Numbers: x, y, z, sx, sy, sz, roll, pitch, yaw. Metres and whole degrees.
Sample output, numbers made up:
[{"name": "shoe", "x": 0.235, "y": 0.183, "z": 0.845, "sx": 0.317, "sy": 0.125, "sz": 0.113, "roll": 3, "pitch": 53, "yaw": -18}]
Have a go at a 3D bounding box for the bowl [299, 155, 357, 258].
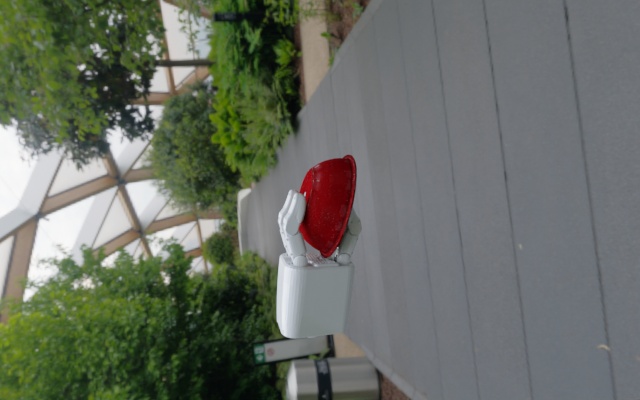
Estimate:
[{"name": "bowl", "x": 0.000, "y": 0.001, "z": 0.721, "sx": 0.055, "sy": 0.162, "sz": 0.162, "roll": 14, "pitch": -3, "yaw": -13}]
